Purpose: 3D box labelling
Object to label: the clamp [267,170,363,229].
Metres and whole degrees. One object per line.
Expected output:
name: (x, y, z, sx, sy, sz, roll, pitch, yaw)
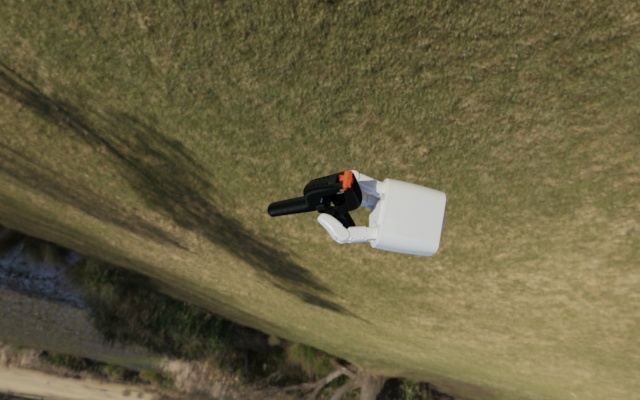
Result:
clamp: (0.000, 0.003, 0.784, 0.164, 0.036, 0.210, 10, -23, -7)
